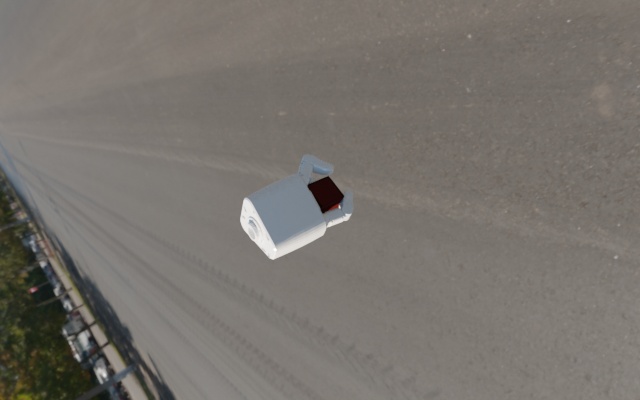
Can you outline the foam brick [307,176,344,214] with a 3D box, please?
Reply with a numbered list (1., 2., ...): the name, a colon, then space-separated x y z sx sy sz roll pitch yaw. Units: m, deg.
1. foam brick: 0.000 0.003 0.877 0.051 0.053 0.078 -25 -24 -28
